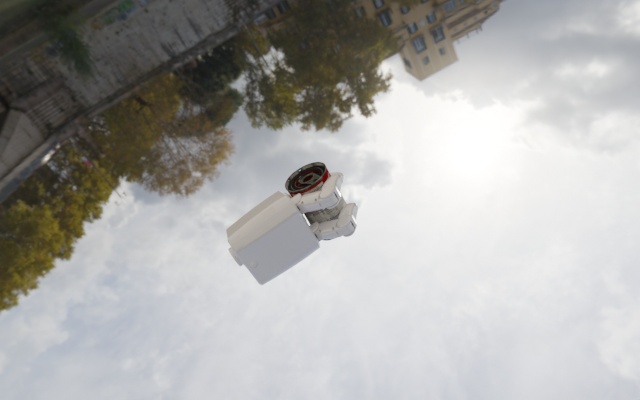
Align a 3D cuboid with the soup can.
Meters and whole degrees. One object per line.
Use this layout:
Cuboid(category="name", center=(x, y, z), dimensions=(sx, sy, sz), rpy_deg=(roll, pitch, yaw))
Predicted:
Cuboid(category="soup can", center=(0.001, 0.002, 0.721), dimensions=(0.068, 0.102, 0.068), rpy_deg=(-23, 30, 14))
